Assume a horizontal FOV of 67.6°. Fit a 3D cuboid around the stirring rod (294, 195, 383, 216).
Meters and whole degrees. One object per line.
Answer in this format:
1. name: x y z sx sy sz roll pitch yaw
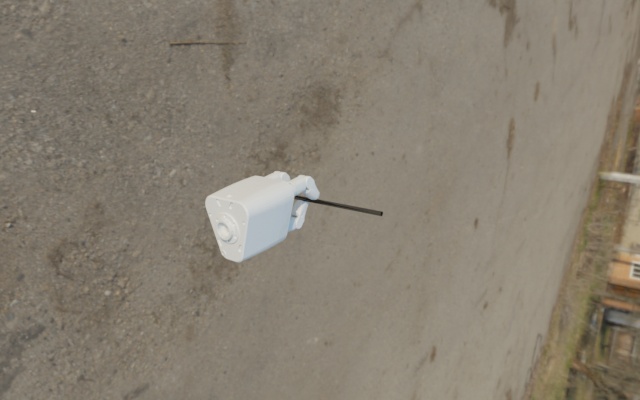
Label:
1. stirring rod: 0.000 0.003 0.833 0.239 0.011 0.011 11 6 34
